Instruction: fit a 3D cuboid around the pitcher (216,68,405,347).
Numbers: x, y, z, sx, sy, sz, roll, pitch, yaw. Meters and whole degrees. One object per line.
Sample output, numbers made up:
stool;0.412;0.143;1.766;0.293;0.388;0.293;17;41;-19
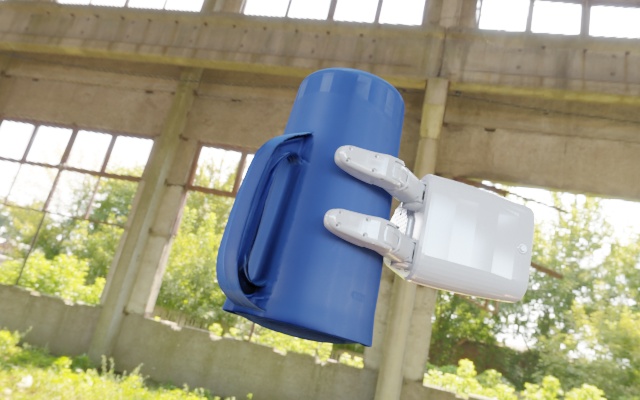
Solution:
pitcher;0.000;0.002;0.438;0.145;0.242;0.149;15;-16;-6
